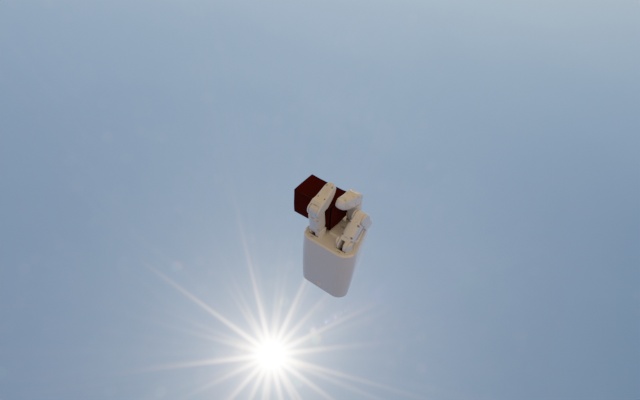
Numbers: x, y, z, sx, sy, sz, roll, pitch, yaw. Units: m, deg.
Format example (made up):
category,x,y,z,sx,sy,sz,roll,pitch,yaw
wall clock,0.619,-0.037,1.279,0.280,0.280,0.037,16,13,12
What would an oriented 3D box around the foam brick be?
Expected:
category,x,y,z,sx,sy,sz,roll,pitch,yaw
foam brick,0.000,0.002,0.801,0.078,0.051,0.053,29,48,26
